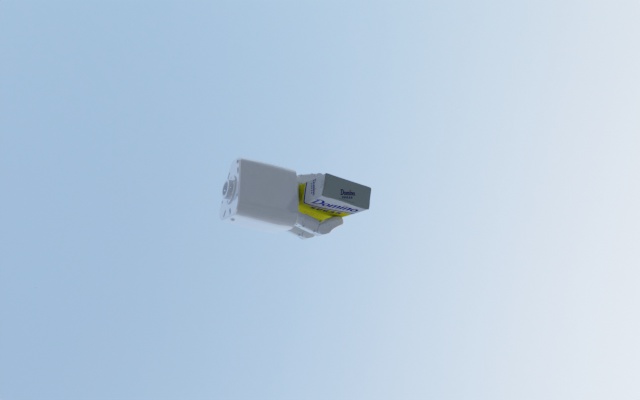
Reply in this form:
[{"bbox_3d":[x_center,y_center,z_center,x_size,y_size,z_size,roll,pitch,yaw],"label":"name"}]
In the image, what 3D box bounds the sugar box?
[{"bbox_3d":[0.000,0.003,0.838,0.093,0.048,0.176,16,-17,-27],"label":"sugar box"}]
